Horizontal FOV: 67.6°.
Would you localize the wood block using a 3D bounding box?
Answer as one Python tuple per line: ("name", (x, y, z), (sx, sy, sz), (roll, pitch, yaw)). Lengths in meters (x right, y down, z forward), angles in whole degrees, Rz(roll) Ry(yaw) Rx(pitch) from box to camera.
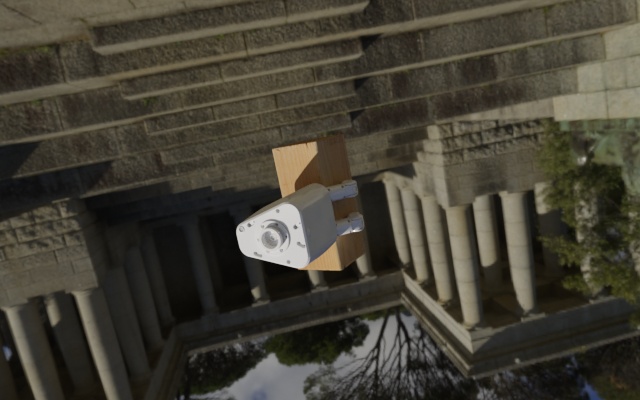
("wood block", (0.000, 0.003, 0.792), (0.091, 0.206, 0.090), (-4, 12, 34))
